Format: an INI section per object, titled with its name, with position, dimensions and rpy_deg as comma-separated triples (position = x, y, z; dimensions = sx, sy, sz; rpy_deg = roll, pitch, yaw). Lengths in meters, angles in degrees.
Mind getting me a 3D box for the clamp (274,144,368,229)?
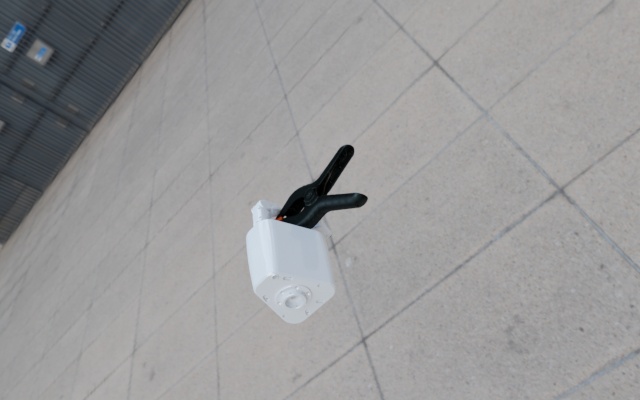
[clamp]
position = 0.000, 0.002, 0.723
dimensions = 0.039, 0.171, 0.120
rpy_deg = 34, 23, -31
